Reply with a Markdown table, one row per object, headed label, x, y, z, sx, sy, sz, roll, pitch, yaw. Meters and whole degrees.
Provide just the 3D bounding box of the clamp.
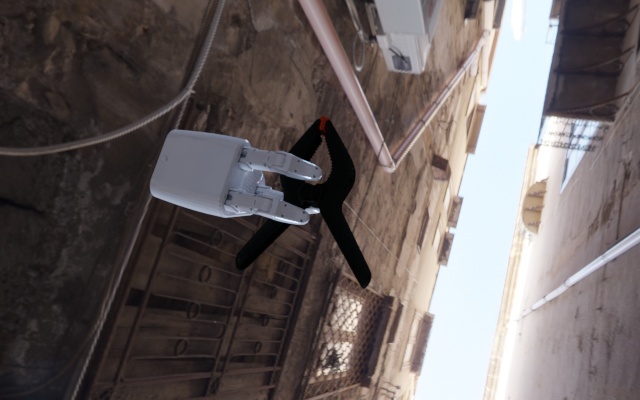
| label | x | y | z | sx | sy | sz | roll | pitch | yaw |
| --- | --- | --- | --- | --- | --- | --- | --- | --- | --- |
| clamp | 0.000 | 0.002 | 0.579 | 0.164 | 0.210 | 0.036 | 13 | -12 | 14 |
